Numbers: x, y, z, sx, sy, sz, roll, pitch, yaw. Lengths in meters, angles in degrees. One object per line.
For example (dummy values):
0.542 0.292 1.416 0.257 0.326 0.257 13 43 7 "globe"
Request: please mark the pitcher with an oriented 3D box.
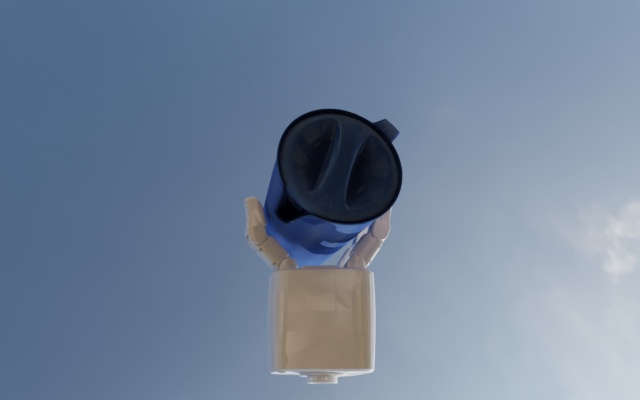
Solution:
0.000 0.002 0.587 0.149 0.145 0.243 4 -24 -14 "pitcher"
